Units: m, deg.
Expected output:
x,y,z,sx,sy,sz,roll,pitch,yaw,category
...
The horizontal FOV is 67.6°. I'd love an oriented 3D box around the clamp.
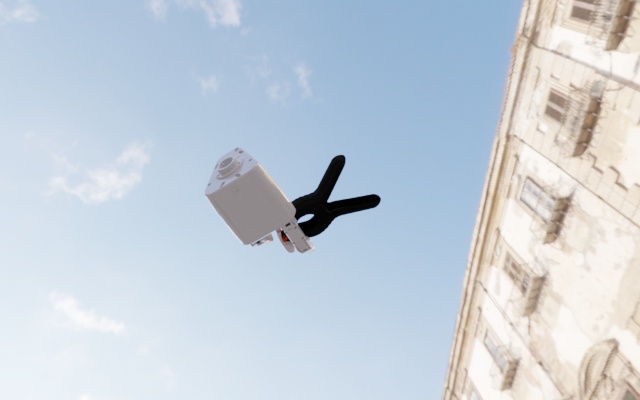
x,y,z,sx,sy,sz,roll,pitch,yaw,category
0.000,0.002,0.756,0.171,0.120,0.039,-30,32,6,clamp
